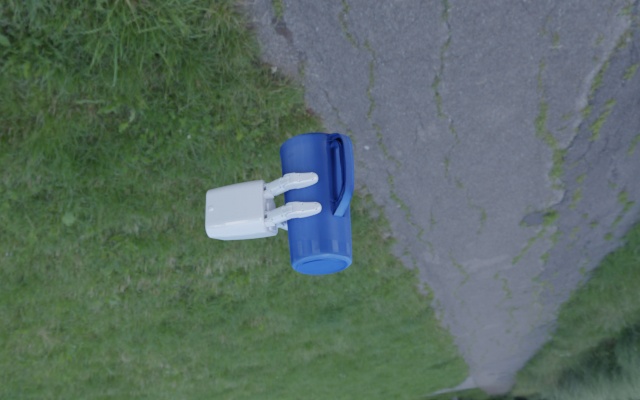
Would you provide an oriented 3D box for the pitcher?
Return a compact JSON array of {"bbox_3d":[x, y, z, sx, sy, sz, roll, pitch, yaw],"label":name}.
[{"bbox_3d":[0.000,0.003,0.873,0.145,0.242,0.149,-8,-24,7],"label":"pitcher"}]
